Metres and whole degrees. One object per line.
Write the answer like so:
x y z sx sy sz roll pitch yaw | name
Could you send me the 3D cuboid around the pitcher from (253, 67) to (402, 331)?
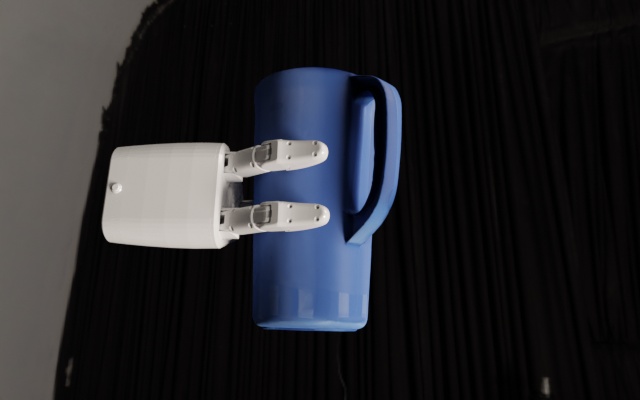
0.000 0.002 0.468 0.145 0.242 0.149 1 -14 3 | pitcher
